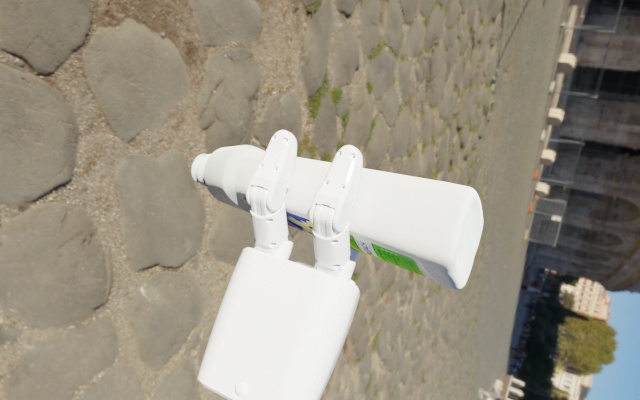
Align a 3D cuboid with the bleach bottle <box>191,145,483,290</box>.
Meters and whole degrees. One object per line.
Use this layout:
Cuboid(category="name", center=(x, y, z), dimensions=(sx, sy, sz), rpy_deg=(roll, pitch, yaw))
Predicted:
Cuboid(category="bleach bottle", center=(0.000, 0.001, 0.401), dimensions=(0.251, 0.068, 0.103), rpy_deg=(15, -13, 26))
